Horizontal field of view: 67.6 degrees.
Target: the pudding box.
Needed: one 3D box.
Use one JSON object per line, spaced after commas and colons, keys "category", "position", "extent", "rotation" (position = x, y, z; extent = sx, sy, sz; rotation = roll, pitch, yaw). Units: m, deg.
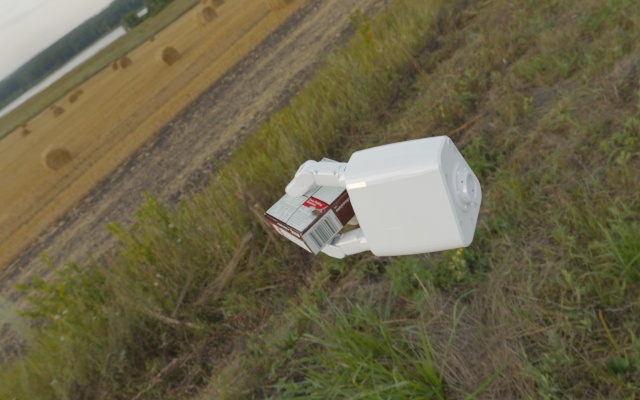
{"category": "pudding box", "position": [0.000, 0.002, 0.571], "extent": [0.113, 0.039, 0.090], "rotation": [-43, 33, -17]}
